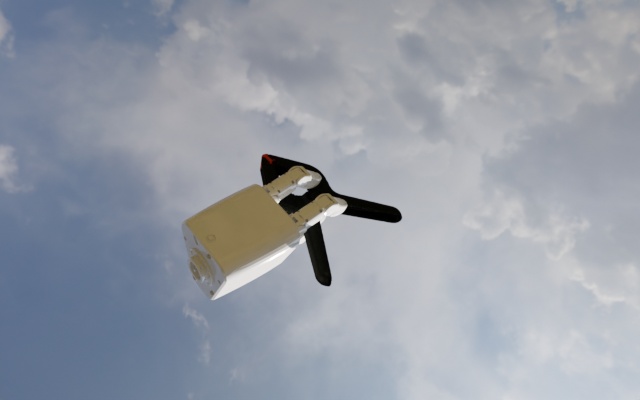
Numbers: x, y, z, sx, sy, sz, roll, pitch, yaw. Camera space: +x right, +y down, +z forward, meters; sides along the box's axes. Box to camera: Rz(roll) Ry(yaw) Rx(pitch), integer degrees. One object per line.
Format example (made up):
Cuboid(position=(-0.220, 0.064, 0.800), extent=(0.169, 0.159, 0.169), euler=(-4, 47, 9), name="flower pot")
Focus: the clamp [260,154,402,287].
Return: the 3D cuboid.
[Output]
Cuboid(position=(-0.001, 0.002, 0.663), extent=(0.164, 0.210, 0.036), euler=(-29, -26, -32), name="clamp")
